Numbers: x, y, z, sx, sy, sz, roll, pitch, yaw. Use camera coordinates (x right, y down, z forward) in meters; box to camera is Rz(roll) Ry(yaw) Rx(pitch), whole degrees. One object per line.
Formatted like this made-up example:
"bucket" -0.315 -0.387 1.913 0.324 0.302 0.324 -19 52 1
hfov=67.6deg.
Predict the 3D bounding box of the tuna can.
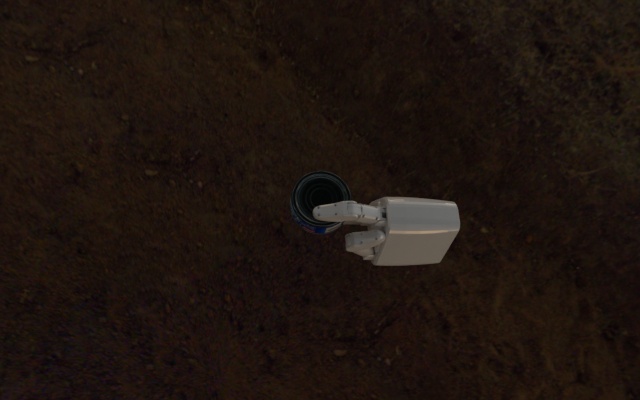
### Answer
"tuna can" 0.000 0.002 0.672 0.086 0.086 0.034 0 -20 -7
